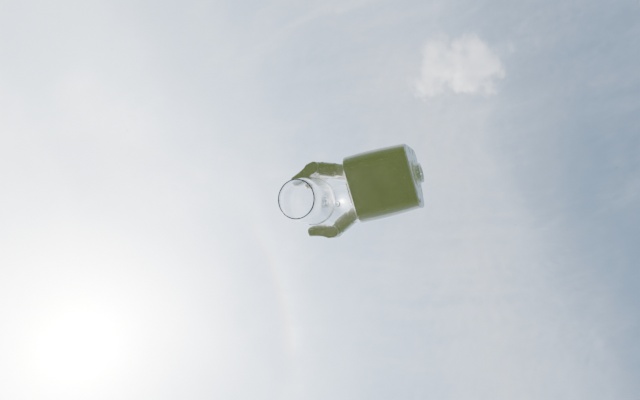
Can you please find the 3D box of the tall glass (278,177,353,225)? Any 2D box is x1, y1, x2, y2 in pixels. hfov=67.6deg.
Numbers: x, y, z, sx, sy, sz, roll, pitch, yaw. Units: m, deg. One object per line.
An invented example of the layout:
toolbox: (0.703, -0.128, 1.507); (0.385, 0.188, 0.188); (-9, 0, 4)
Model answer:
tall glass: (0.000, 0.003, 0.809); (0.079, 0.079, 0.201); (0, -3, 22)
